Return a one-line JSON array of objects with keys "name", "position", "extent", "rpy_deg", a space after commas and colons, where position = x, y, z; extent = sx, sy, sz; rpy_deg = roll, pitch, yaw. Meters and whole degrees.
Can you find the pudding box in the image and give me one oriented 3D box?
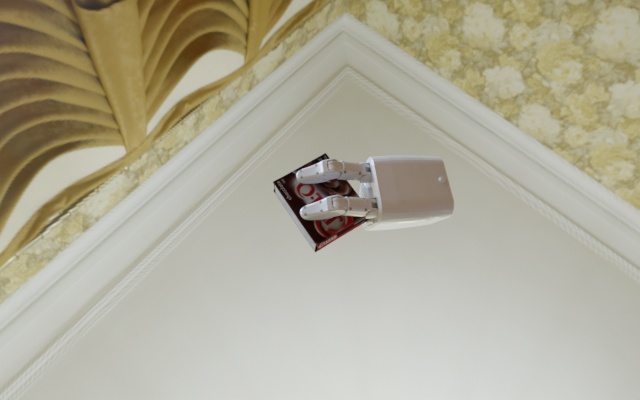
[{"name": "pudding box", "position": [0.000, 0.002, 0.665], "extent": [0.090, 0.113, 0.039], "rpy_deg": [-30, -21, -18]}]
